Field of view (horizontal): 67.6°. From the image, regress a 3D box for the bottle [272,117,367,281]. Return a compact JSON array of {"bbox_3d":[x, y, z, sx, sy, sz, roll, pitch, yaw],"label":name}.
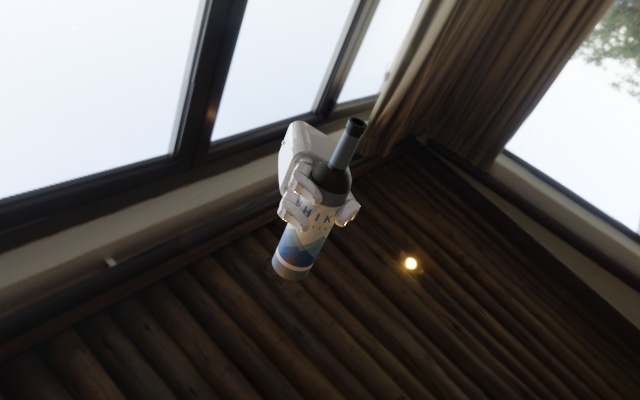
[{"bbox_3d":[0.000,0.003,0.741,0.069,0.296,0.069,17,35,-12],"label":"bottle"}]
